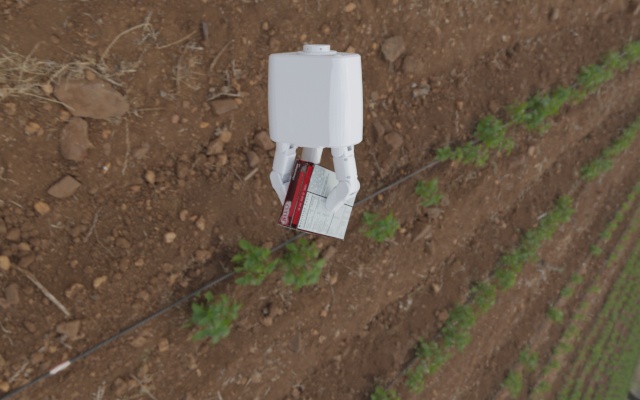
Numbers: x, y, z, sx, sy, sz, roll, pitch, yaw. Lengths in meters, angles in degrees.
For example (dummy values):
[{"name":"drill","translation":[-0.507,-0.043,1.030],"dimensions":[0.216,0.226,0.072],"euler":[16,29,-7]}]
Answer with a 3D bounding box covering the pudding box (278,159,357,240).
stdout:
[{"name":"pudding box","translation":[0.000,0.002,0.650],"dimensions":[0.039,0.090,0.113],"euler":[15,-2,40]}]
